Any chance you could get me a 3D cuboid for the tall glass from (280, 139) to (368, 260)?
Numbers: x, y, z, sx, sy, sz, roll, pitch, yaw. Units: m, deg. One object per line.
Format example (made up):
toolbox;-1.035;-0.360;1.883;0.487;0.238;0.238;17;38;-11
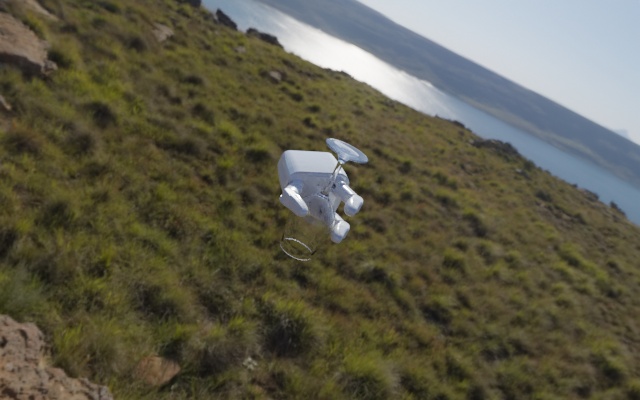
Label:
tall glass;0.000;0.002;0.791;0.079;0.201;0.079;23;22;-10
